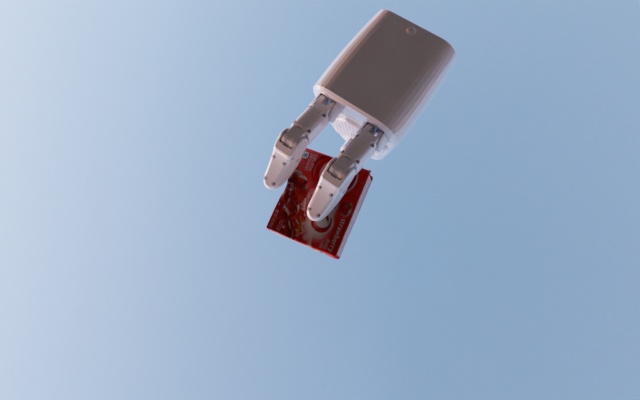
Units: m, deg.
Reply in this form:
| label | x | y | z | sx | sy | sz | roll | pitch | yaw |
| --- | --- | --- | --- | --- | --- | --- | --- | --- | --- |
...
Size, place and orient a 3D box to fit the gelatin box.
| label | x | y | z | sx | sy | sz | roll | pitch | yaw |
| --- | --- | --- | --- | --- | --- | --- | --- | --- | --- |
| gelatin box | 0.000 | 0.002 | 0.457 | 0.073 | 0.089 | 0.030 | 22 | -7 | 14 |
